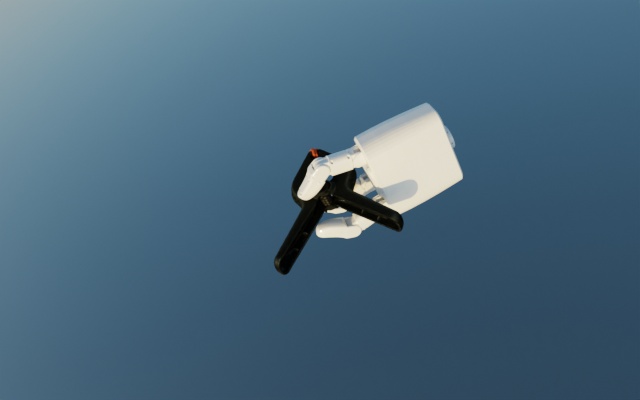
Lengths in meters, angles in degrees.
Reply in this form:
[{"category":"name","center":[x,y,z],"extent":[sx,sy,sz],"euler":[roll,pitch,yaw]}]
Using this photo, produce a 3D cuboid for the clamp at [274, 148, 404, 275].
[{"category":"clamp","center":[0.000,0.001,0.638],"extent":[0.164,0.036,0.209],"euler":[-25,40,2]}]
